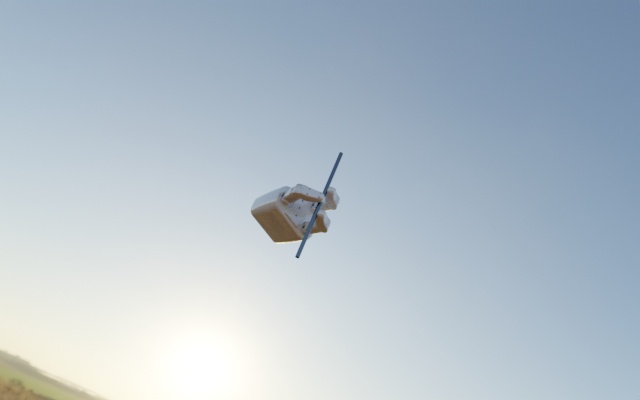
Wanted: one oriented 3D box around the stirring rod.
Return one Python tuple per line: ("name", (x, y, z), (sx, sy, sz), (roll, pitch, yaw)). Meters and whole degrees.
("stirring rod", (0.000, 0.003, 0.897), (0.011, 0.239, 0.011), (18, -29, 10))
